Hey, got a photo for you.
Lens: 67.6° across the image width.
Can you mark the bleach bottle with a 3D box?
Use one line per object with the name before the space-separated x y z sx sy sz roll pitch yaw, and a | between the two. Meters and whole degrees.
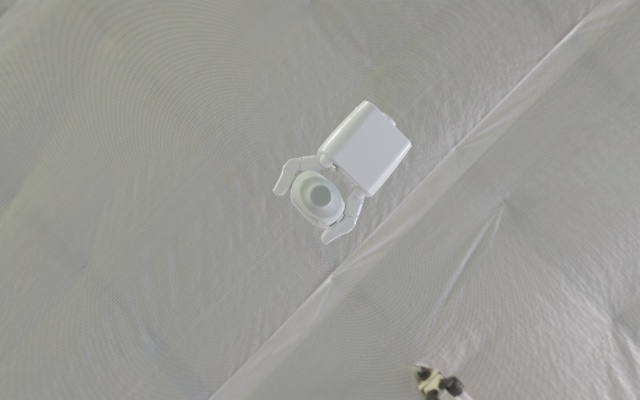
bleach bottle | 0.000 0.002 0.747 0.102 0.068 0.251 42 -3 -2
